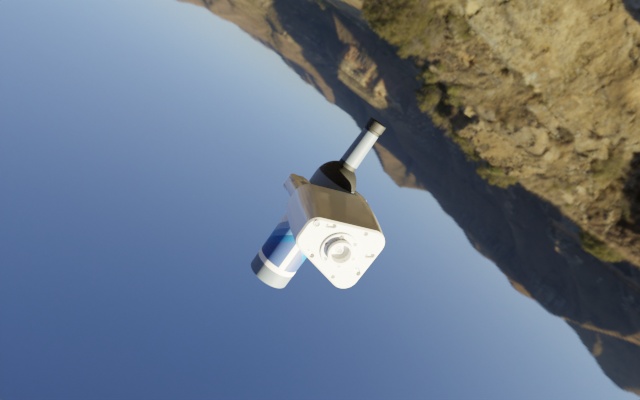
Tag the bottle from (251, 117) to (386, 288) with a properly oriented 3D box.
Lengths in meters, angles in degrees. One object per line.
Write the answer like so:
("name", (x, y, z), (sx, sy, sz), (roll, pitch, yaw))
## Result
("bottle", (0.000, 0.003, 0.727), (0.069, 0.296, 0.069), (33, 15, -10))
